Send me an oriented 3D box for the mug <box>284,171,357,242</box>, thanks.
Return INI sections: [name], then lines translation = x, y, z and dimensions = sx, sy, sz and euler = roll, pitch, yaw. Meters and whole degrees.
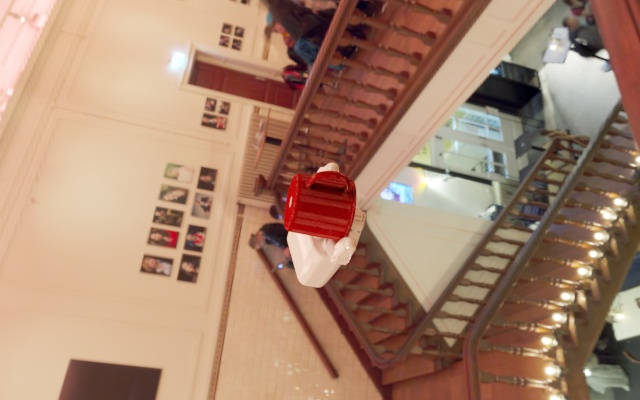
[mug]
translation = 0.000, 0.001, 0.654
dimensions = 0.081, 0.093, 0.117
euler = 10, -39, -13
